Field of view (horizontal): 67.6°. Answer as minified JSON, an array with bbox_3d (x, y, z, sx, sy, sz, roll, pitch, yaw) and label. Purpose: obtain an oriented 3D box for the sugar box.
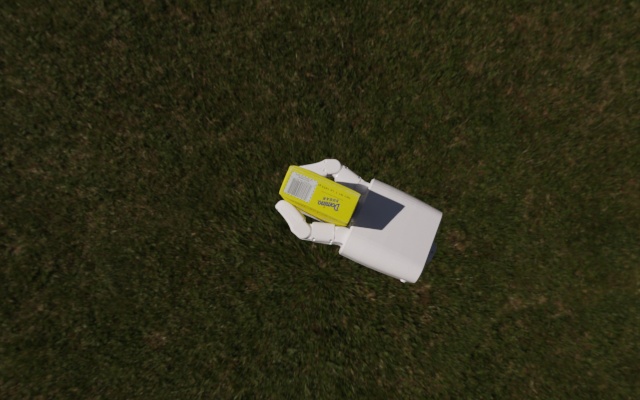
[{"bbox_3d":[0.000,0.003,0.651,0.093,0.048,0.176,24,-8,4],"label":"sugar box"}]
